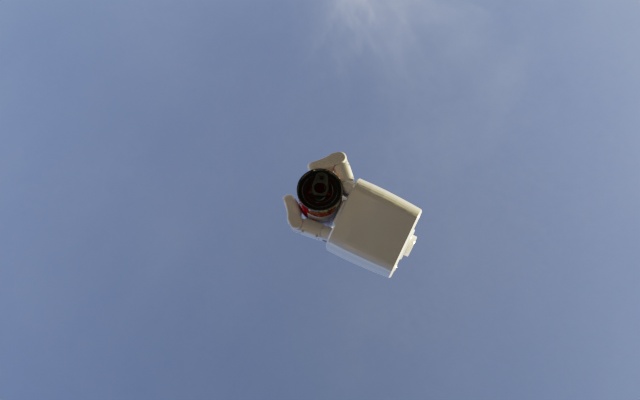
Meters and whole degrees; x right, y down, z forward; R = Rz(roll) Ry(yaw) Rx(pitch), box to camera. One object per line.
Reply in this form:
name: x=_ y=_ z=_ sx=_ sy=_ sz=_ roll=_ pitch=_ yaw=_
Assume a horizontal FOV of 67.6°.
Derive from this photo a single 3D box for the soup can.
soup can: x=0.000 y=0.002 z=0.739 sx=0.068 sy=0.068 sz=0.102 roll=0 pitch=-22 yaw=1
